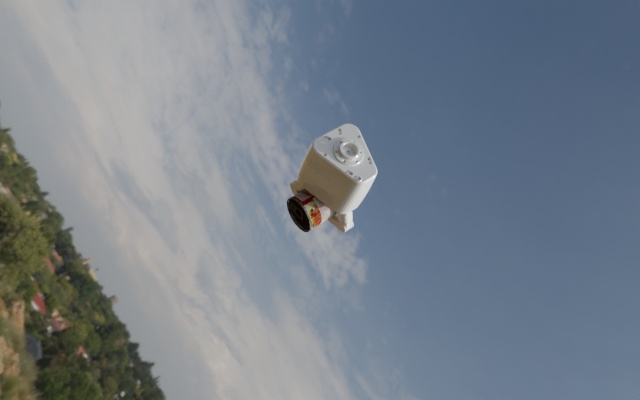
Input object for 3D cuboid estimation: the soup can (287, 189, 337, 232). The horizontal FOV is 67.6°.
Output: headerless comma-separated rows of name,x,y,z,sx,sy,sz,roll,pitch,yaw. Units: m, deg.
soup can,0.000,0.003,0.853,0.102,0.068,0.068,-31,15,-26
